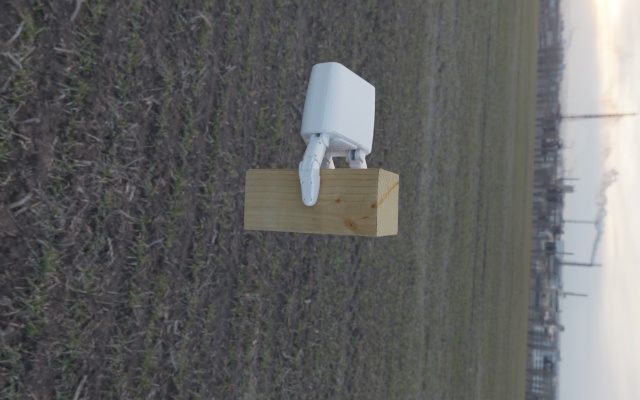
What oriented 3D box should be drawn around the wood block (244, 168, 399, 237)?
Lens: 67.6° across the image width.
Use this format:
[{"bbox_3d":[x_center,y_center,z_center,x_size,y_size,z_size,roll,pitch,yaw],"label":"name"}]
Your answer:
[{"bbox_3d":[0.000,0.002,0.694,0.206,0.090,0.091,1,-2,26],"label":"wood block"}]
